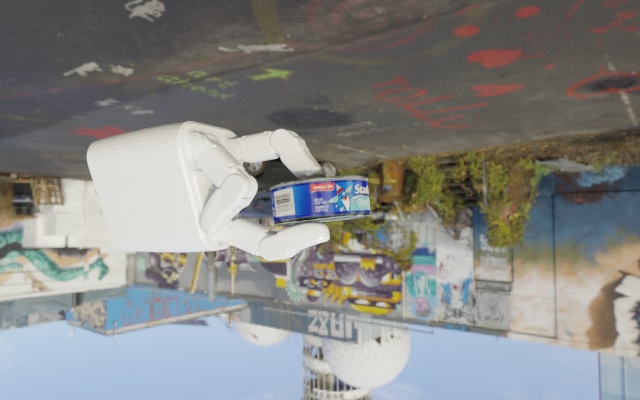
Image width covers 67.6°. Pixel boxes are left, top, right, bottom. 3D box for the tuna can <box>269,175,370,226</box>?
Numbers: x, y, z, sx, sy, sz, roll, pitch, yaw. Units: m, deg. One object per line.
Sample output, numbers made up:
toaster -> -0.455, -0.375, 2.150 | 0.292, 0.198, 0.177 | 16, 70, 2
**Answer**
tuna can -> 0.000, 0.002, 0.414 | 0.086, 0.033, 0.086 | -6, -4, 0
